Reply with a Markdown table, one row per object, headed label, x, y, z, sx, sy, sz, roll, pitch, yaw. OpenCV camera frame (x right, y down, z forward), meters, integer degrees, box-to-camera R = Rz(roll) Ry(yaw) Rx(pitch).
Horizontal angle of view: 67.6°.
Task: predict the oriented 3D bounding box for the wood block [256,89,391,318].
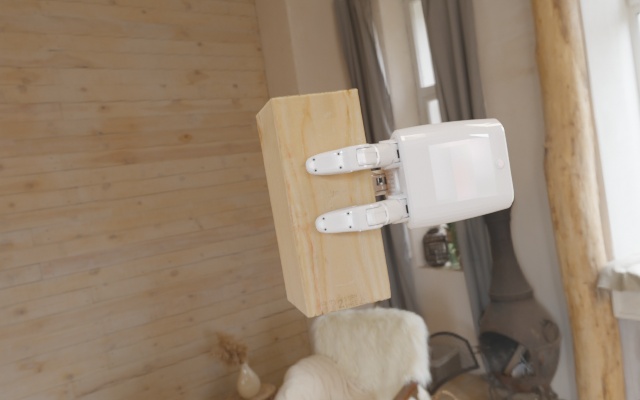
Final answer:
| label | x | y | z | sx | sy | sz | roll | pitch | yaw |
| --- | --- | --- | --- | --- | --- | --- | --- | --- | --- |
| wood block | 0.000 | 0.001 | 0.493 | 0.090 | 0.206 | 0.091 | -10 | 2 | -16 |
